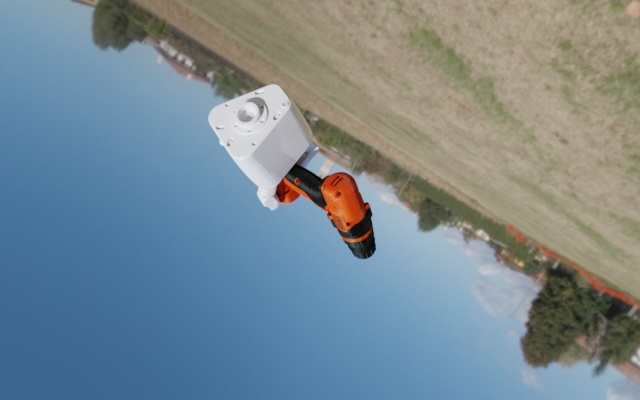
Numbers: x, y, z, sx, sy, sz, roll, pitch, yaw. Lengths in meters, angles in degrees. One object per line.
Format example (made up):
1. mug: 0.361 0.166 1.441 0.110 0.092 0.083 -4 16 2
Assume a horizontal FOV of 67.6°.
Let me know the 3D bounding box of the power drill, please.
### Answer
1. power drill: 0.000 0.002 0.736 0.187 0.057 0.185 27 -26 35
